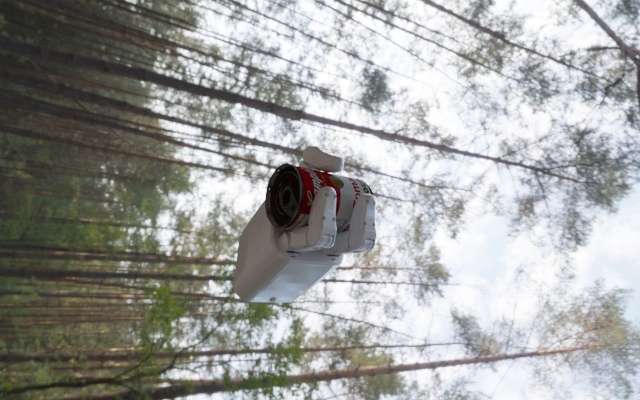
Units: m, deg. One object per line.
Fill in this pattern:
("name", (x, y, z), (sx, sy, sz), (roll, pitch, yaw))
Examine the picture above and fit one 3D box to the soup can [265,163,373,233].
("soup can", (0.001, 0.001, 0.524), (0.102, 0.068, 0.068), (9, -6, -36))
